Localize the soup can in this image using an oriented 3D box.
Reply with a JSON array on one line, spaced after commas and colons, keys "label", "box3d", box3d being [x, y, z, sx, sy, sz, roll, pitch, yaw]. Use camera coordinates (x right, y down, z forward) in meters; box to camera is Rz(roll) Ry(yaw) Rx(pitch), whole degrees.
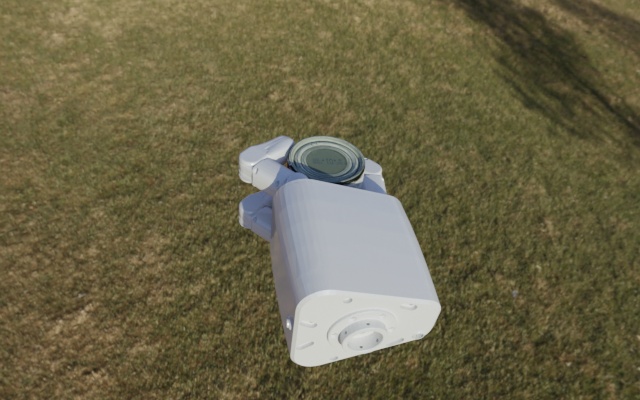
[{"label": "soup can", "box3d": [0.000, 0.001, 0.435, 0.068, 0.102, 0.068, 4, 42, -4]}]
